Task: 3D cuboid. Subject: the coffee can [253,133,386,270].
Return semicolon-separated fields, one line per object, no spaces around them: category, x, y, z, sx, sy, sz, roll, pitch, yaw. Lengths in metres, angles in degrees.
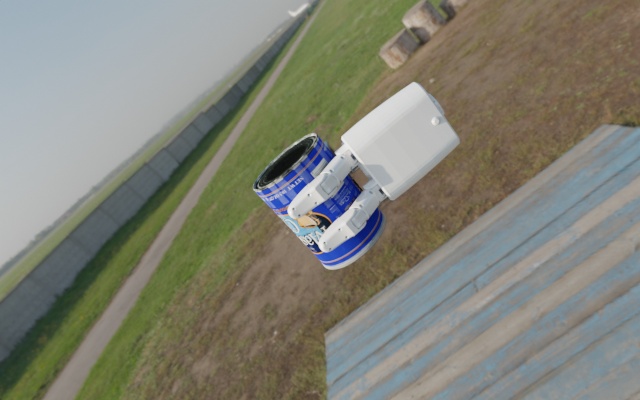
coffee can;0.000;0.002;0.598;0.103;0.140;0.102;-36;19;15
